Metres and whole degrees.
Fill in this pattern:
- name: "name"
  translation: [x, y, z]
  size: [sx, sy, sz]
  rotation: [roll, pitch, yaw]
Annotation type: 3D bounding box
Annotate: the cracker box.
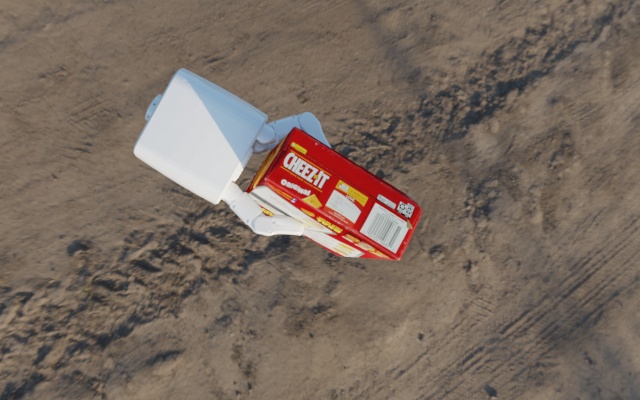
- name: "cracker box"
  translation: [0.000, 0.002, 0.577]
  size: [0.164, 0.072, 0.214]
  rotation: [31, -12, -11]
